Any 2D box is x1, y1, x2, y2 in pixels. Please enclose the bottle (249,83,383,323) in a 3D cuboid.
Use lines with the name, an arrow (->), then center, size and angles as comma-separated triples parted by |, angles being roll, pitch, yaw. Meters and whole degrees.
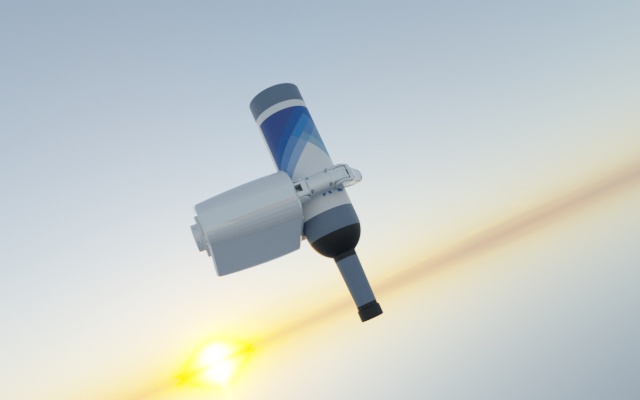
bottle -> 0.000, 0.002, 0.571 | 0.069, 0.295, 0.069 | -23, -12, -5
